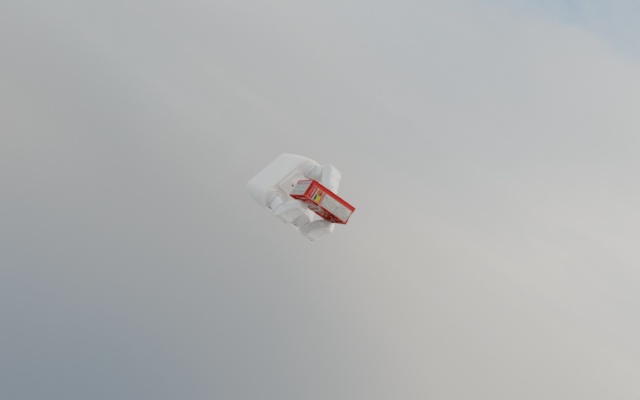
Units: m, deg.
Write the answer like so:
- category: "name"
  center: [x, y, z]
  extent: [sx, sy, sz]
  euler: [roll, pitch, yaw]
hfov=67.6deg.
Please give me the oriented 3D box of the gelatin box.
- category: "gelatin box"
  center: [0.000, 0.002, 0.682]
  extent: [0.073, 0.030, 0.089]
  euler: [35, -9, -15]
